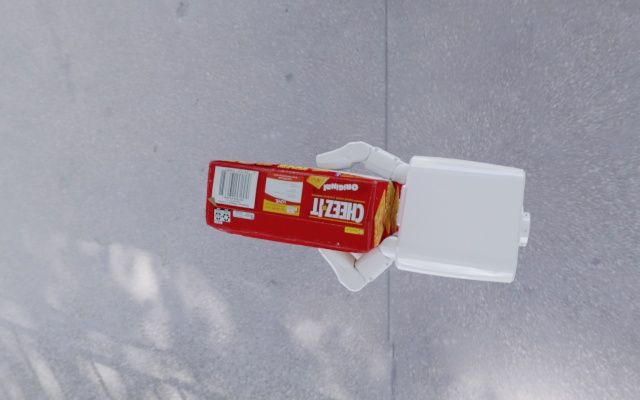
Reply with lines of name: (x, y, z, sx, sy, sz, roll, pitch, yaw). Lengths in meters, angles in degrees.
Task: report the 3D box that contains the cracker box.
cracker box: (0.000, 0.002, 0.524, 0.164, 0.072, 0.213, 8, 4, 17)
